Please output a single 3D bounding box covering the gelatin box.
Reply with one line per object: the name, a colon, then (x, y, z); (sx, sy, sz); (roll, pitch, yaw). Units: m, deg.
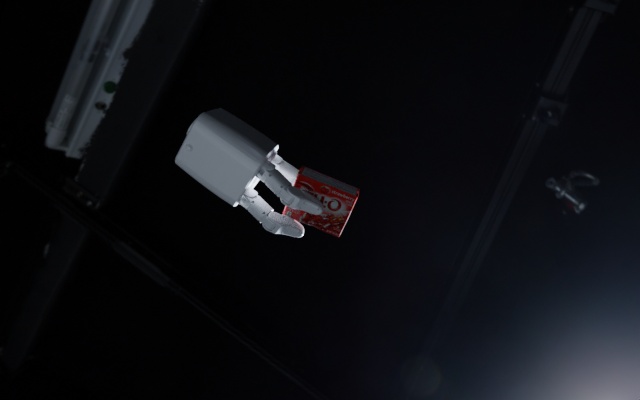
gelatin box: (0.001, 0.002, 0.673); (0.089, 0.073, 0.030); (22, 30, -2)
